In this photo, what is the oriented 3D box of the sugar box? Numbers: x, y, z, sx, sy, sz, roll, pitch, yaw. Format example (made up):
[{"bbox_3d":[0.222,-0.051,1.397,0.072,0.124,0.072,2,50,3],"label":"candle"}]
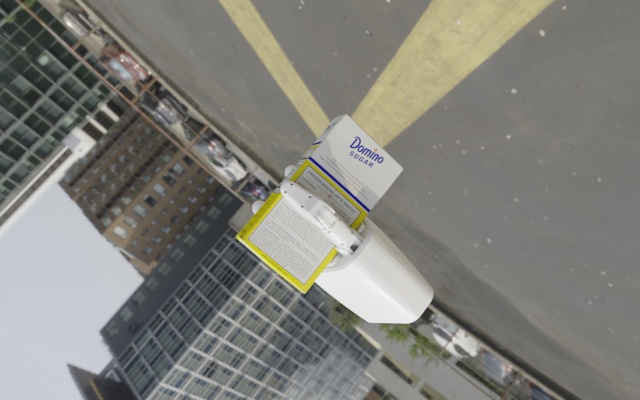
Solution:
[{"bbox_3d":[0.000,0.002,0.523,0.093,0.176,0.048,42,-11,-14],"label":"sugar box"}]
